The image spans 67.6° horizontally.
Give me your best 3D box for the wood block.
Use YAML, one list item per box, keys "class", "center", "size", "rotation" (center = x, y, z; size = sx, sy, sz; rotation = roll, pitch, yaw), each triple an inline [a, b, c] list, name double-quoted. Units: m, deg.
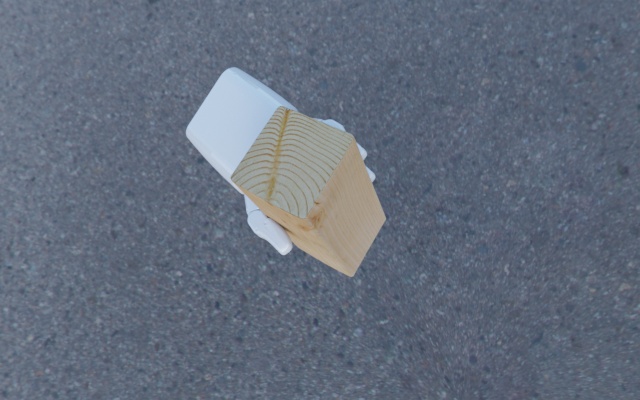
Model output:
- class: "wood block"
  center: [0.000, 0.002, 0.522]
  size: [0.090, 0.091, 0.206]
  rotation: [27, -13, 25]
